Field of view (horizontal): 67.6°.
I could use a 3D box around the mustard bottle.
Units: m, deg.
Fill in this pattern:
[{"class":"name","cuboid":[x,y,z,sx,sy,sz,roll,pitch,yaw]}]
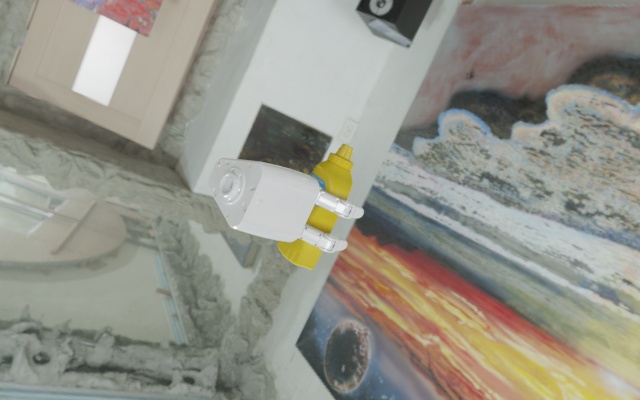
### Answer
[{"class":"mustard bottle","cuboid":[0.000,0.003,0.732,0.058,0.191,0.096,22,9,-24]}]
